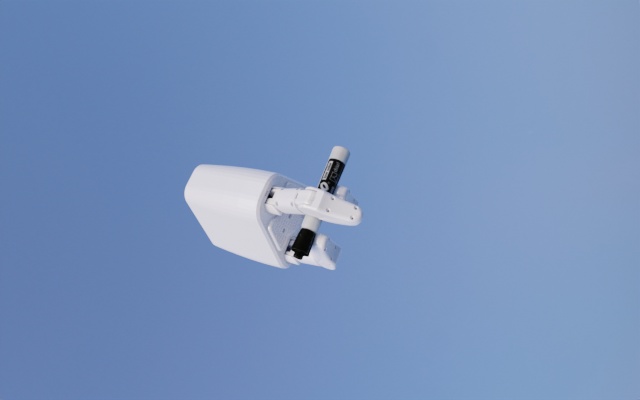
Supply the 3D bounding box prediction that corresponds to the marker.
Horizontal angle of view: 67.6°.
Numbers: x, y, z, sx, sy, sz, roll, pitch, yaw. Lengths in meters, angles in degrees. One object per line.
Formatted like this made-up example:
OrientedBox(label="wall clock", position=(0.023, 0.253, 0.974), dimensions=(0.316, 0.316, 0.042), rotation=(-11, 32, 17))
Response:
OrientedBox(label="marker", position=(0.000, 0.002, 0.466), dimensions=(0.020, 0.121, 0.020), rotation=(20, -20, 8))
